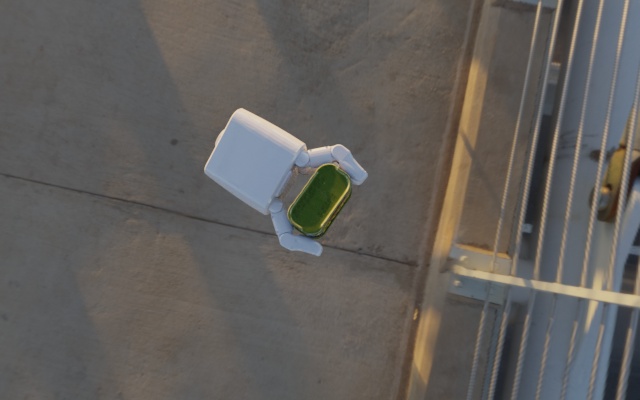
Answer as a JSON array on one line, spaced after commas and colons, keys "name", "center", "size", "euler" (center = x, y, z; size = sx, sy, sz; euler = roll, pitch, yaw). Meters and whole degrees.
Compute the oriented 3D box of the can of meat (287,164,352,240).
[{"name": "can of meat", "center": [0.000, 0.002, 0.655], "size": [0.057, 0.102, 0.084], "euler": [35, -4, 5]}]
